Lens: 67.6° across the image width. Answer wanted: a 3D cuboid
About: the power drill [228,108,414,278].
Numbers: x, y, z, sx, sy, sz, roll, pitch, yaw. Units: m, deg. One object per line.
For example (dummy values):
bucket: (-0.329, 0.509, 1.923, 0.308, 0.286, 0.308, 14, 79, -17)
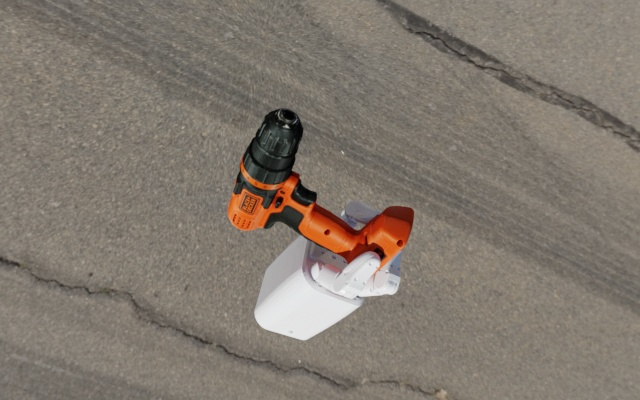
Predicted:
power drill: (0.000, 0.002, 0.507, 0.187, 0.057, 0.184, 28, -37, -4)
